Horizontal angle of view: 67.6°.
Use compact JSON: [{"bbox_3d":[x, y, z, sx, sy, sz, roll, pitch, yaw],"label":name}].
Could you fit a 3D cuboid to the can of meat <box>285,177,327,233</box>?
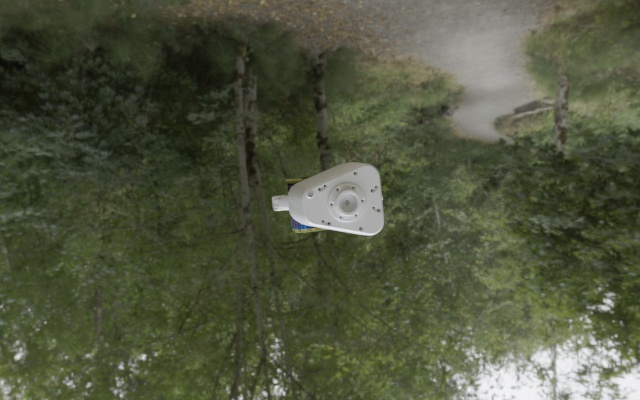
[{"bbox_3d":[0.000,0.003,0.756,0.102,0.084,0.057,-7,4,-15],"label":"can of meat"}]
